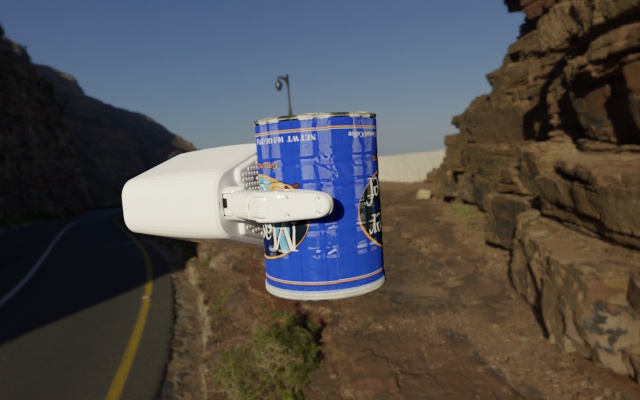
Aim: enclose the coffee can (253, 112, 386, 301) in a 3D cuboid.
[{"bbox_3d":[0.000,0.001,0.403,0.103,0.140,0.103,-4,5,0],"label":"coffee can"}]
